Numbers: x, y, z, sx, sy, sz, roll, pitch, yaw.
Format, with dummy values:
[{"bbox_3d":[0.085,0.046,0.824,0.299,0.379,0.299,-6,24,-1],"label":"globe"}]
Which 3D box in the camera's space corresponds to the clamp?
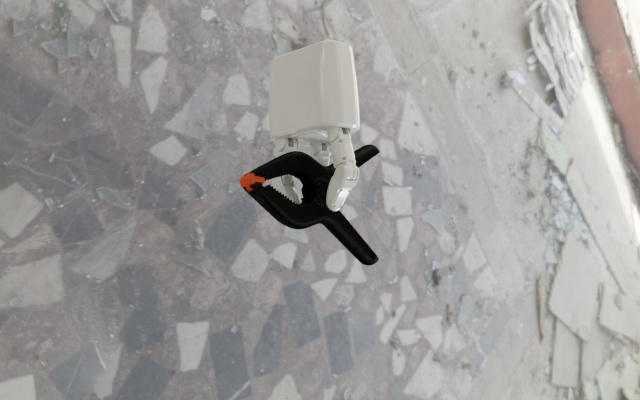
[{"bbox_3d":[0.000,0.002,0.592,0.210,0.164,0.036,2,-10,-38],"label":"clamp"}]
